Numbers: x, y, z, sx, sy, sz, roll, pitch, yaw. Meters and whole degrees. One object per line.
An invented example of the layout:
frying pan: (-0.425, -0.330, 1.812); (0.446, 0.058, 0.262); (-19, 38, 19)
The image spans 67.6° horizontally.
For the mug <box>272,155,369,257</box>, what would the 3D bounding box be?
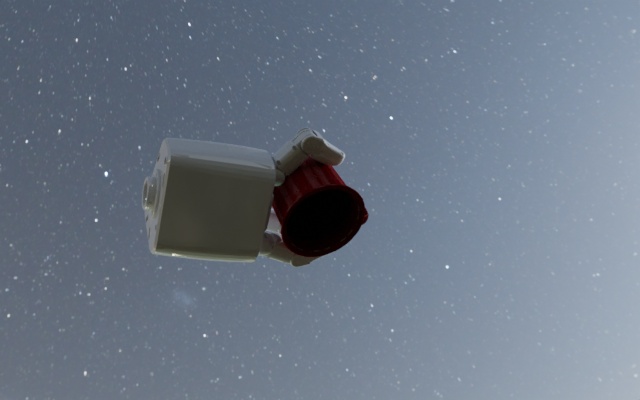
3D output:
mug: (0.001, 0.002, 0.526); (0.117, 0.093, 0.081); (8, 31, -30)
